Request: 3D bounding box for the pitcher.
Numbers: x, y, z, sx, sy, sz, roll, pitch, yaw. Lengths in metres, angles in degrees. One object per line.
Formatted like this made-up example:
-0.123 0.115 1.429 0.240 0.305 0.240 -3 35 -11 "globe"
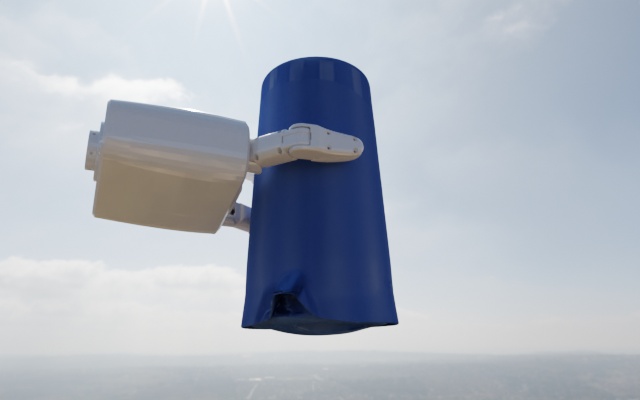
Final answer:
0.000 0.001 0.449 0.145 0.242 0.149 7 -19 -24 "pitcher"
